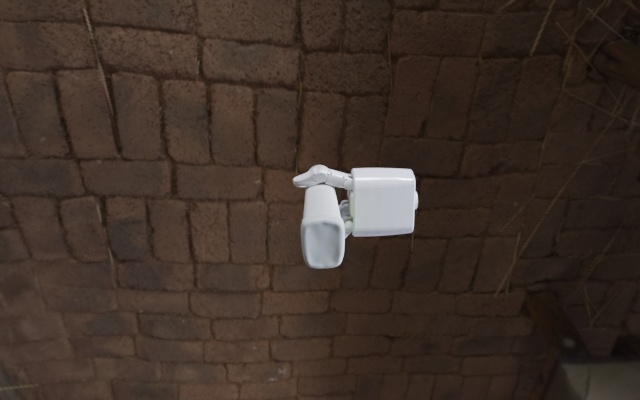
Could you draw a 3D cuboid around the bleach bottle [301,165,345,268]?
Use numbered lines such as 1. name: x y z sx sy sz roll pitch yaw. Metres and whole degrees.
1. bleach bottle: 0.000 0.003 0.837 0.068 0.103 0.250 -2 33 -1
